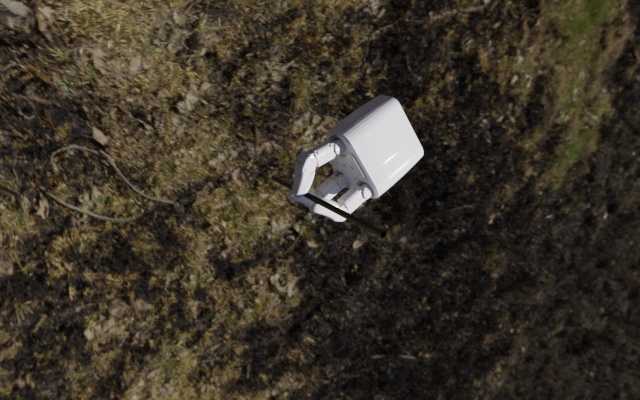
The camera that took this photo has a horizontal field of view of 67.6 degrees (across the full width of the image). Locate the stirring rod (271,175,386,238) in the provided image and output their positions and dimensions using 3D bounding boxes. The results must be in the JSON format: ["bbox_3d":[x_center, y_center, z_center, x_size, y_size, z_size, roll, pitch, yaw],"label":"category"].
[{"bbox_3d":[0.000,0.002,0.622,0.011,0.011,0.239,0,17,-38],"label":"stirring rod"}]
